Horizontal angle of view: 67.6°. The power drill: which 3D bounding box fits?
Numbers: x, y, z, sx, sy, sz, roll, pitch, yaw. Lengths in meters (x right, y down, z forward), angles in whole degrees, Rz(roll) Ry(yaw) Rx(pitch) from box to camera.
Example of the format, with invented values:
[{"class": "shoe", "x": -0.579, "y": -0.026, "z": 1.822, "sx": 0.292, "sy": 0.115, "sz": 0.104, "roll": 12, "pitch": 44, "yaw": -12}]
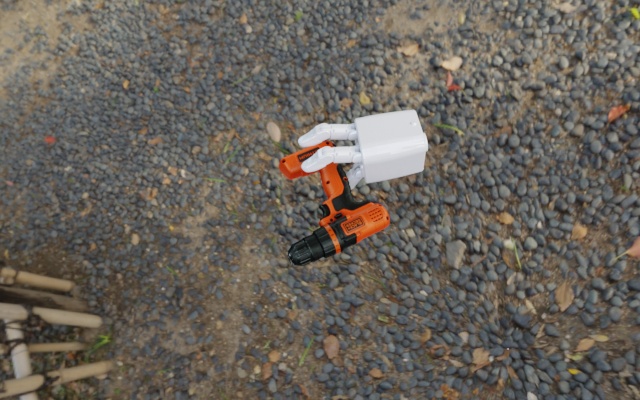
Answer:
[{"class": "power drill", "x": 0.000, "y": 0.002, "z": 0.818, "sx": 0.184, "sy": 0.187, "sz": 0.057, "roll": -23, "pitch": -17, "yaw": -14}]
